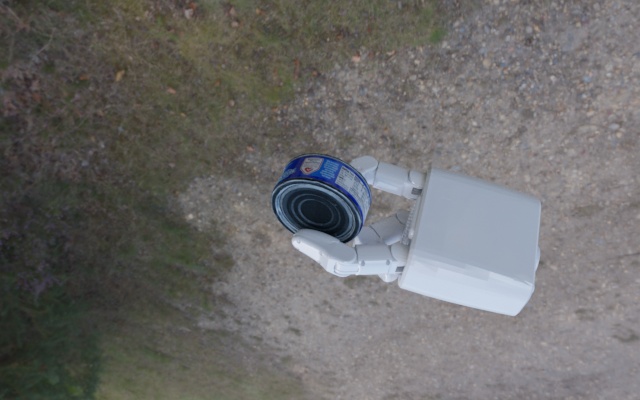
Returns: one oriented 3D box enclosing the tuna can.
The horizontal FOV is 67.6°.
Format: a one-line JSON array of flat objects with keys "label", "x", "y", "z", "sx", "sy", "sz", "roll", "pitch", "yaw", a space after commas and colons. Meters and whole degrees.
[{"label": "tuna can", "x": 0.000, "y": 0.002, "z": 0.423, "sx": 0.086, "sy": 0.086, "sz": 0.033, "roll": 0, "pitch": 44, "yaw": 26}]
